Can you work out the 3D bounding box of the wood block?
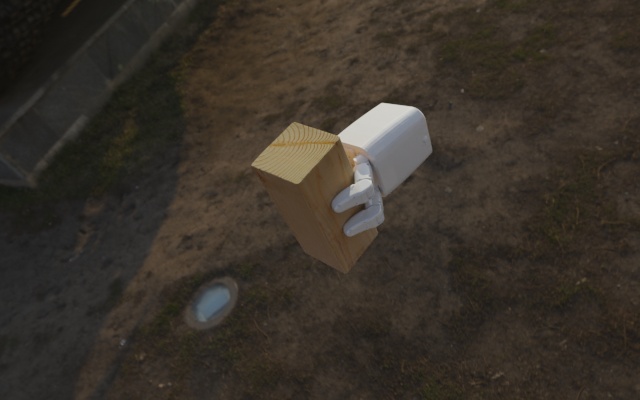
[{"bbox_3d":[0.000,0.002,0.681,0.091,0.090,0.206,24,-27,38],"label":"wood block"}]
